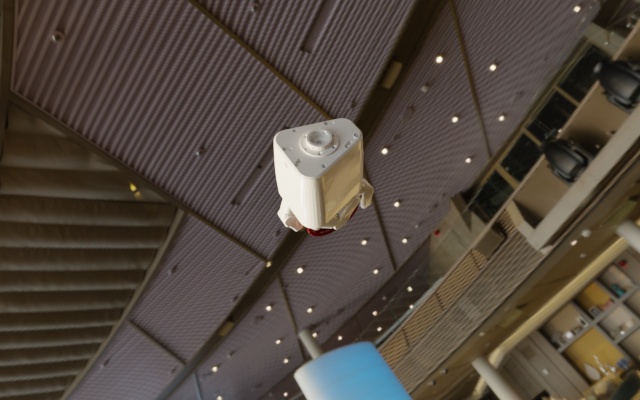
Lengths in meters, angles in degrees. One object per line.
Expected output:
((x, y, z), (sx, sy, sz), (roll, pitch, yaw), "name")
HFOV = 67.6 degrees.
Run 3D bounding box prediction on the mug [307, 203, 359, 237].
((0.000, 0.003, 0.757), (0.093, 0.081, 0.117), (-27, -31, -17), "mug")
